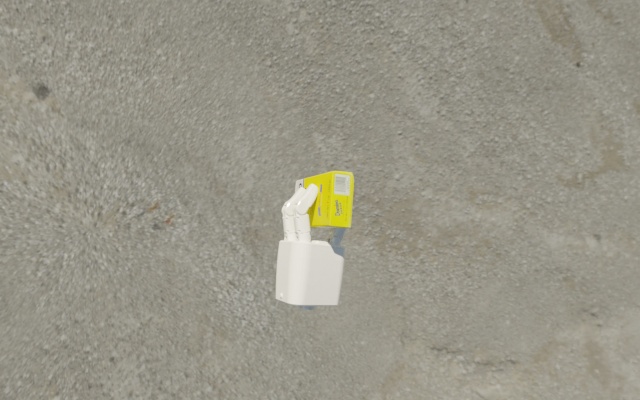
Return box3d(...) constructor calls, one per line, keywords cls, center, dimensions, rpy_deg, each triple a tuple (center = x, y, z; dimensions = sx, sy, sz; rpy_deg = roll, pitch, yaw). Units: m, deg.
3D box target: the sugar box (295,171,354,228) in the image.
box3d(cls="sugar box", center=(0.000, 0.003, 0.855), dimensions=(0.048, 0.093, 0.176), rpy_deg=(7, -7, -25))
